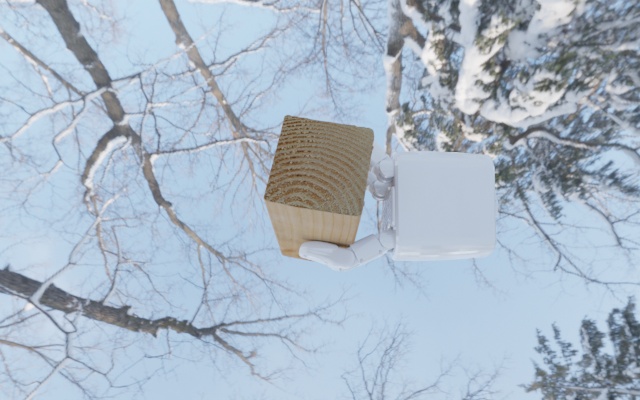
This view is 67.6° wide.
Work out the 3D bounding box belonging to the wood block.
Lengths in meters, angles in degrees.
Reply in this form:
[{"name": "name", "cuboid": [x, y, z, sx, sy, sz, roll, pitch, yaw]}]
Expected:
[{"name": "wood block", "cuboid": [0.000, 0.002, 0.529, 0.090, 0.090, 0.206, 10, -20, 4]}]
